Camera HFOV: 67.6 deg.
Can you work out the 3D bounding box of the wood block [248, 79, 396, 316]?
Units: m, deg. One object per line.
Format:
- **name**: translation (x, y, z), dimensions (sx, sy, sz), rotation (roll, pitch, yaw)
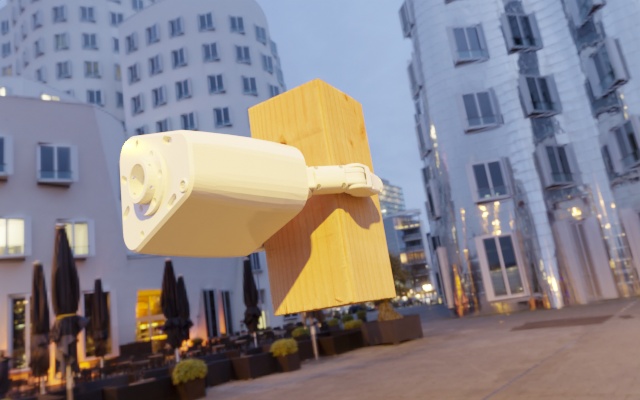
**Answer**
- **wood block**: translation (0.000, 0.001, 0.473), dimensions (0.091, 0.206, 0.090), rotation (-16, -15, 30)
